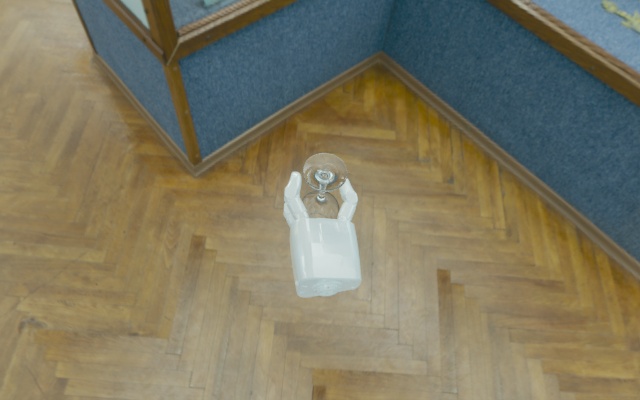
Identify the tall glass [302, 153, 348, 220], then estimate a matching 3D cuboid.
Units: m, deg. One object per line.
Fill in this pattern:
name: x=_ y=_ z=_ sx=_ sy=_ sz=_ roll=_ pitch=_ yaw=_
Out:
tall glass: x=0.000 y=0.002 z=0.863 sx=0.079 sy=0.079 sz=0.201 roll=0 pitch=-30 yaw=-5
